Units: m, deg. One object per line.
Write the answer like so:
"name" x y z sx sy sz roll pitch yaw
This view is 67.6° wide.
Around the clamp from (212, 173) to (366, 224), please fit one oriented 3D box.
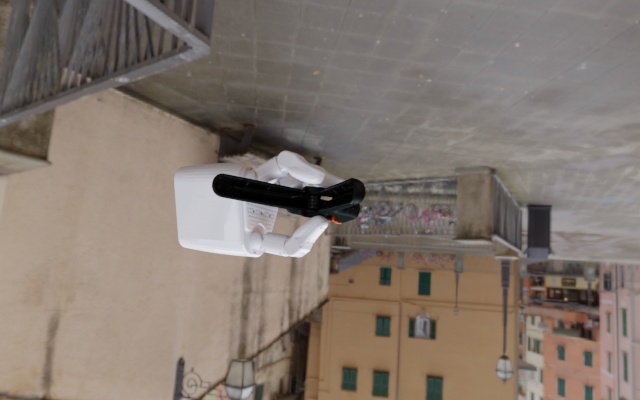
"clamp" 0.000 0.003 0.557 0.164 0.036 0.210 3 -8 26
